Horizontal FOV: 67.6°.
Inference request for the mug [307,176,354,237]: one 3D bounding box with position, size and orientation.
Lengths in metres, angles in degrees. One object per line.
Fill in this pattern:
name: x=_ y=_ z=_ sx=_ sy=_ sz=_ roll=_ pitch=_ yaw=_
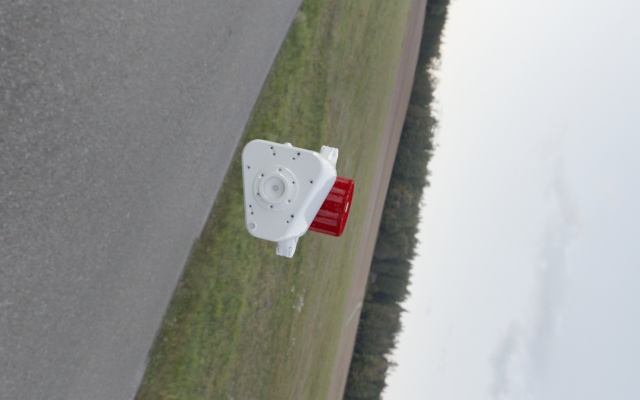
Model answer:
mug: x=0.000 y=0.002 z=0.670 sx=0.081 sy=0.093 sz=0.117 roll=14 pitch=2 yaw=8
